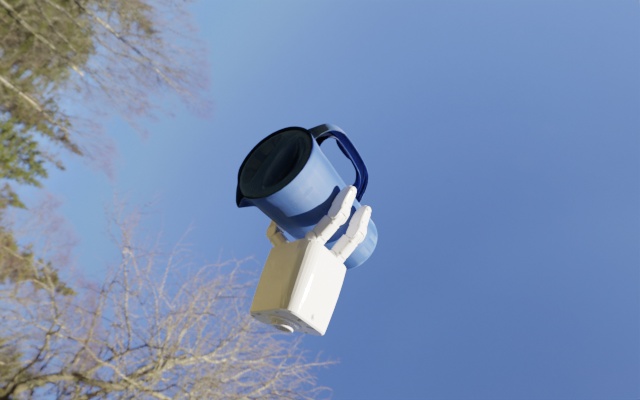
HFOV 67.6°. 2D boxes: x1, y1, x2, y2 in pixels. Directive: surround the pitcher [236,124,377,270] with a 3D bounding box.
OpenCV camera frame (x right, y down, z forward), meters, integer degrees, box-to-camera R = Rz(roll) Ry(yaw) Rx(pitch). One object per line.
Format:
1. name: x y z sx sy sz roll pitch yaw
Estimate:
1. pitcher: 0.000 0.003 0.749 0.149 0.145 0.243 -6 -38 35
